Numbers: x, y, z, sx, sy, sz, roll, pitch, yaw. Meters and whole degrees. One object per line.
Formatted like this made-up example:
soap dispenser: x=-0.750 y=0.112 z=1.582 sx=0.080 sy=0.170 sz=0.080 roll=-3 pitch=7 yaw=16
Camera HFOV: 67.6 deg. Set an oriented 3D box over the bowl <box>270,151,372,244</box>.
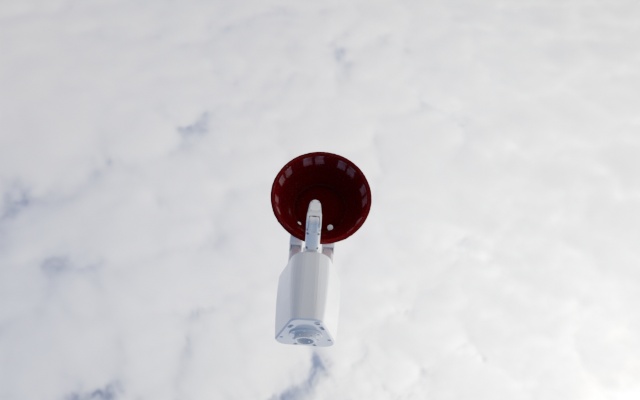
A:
bowl: x=0.001 y=0.002 z=0.782 sx=0.162 sy=0.162 sz=0.055 roll=0 pitch=-23 yaw=-3
